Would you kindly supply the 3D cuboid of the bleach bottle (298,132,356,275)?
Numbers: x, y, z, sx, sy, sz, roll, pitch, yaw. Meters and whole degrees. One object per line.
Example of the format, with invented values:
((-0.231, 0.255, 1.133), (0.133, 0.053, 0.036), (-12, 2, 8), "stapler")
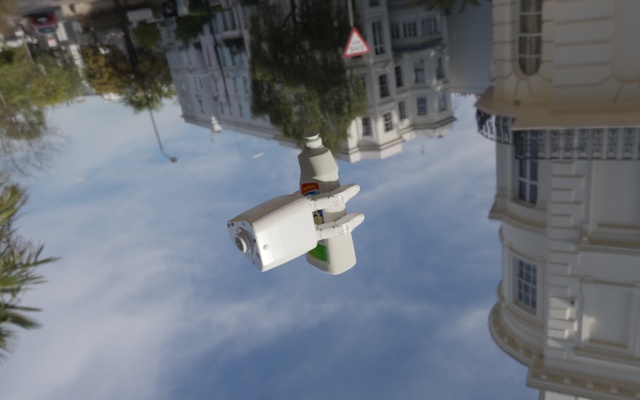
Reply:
((0.000, 0.003, 0.848), (0.068, 0.251, 0.102), (-25, 26, -30), "bleach bottle")
